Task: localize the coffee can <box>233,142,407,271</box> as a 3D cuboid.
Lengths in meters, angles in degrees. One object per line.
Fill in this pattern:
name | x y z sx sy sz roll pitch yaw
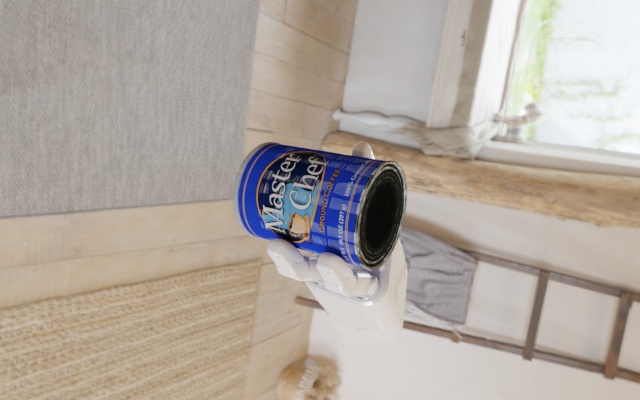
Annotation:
coffee can | 0.000 0.001 0.471 0.140 0.103 0.103 12 6 31
